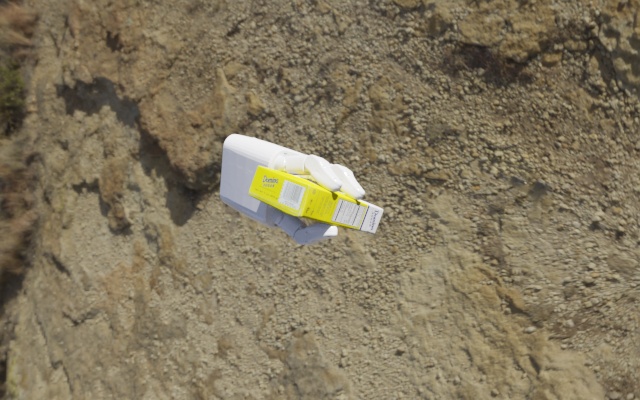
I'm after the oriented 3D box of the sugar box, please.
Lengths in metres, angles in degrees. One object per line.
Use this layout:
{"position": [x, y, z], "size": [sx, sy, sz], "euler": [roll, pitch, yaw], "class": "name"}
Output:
{"position": [0.000, 0.001, 0.636], "size": [0.093, 0.048, 0.176], "euler": [23, 7, 37], "class": "sugar box"}
